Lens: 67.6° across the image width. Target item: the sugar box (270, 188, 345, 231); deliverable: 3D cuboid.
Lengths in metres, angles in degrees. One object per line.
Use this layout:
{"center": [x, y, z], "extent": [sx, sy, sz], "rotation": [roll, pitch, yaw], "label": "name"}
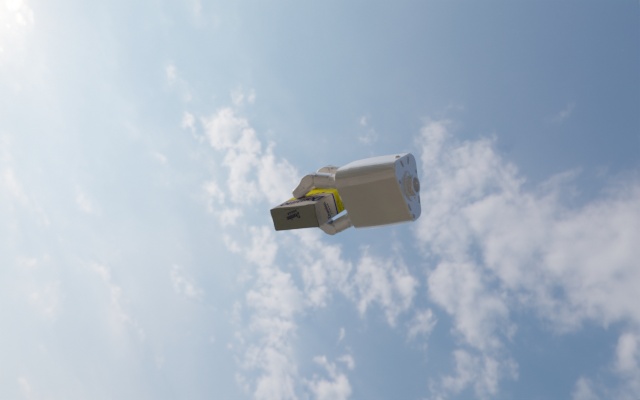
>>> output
{"center": [0.000, 0.002, 0.844], "extent": [0.093, 0.048, 0.176], "rotation": [-7, 11, 33], "label": "sugar box"}
